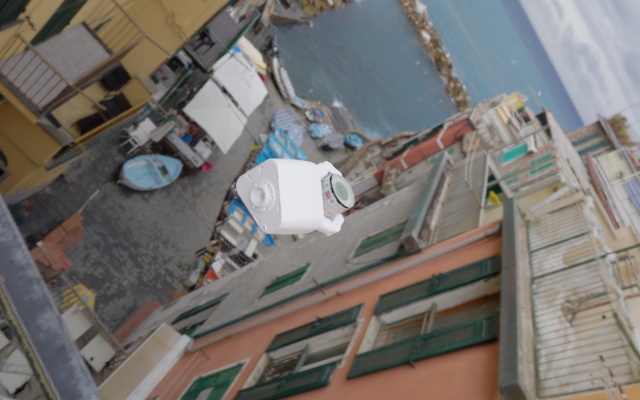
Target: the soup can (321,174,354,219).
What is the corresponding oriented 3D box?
[{"bbox_3d":[0.001,0.003,0.846,0.102,0.068,0.068,-28,-15,30],"label":"soup can"}]
